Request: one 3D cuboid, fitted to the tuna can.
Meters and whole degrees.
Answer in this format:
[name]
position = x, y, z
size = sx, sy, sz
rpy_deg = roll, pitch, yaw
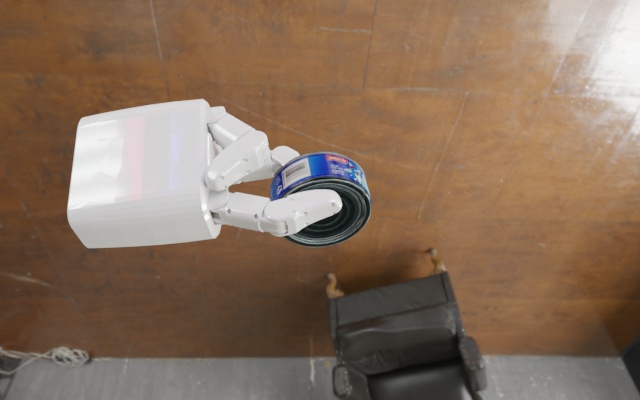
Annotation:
[tuna can]
position = 0.000, 0.002, 0.409
size = 0.086, 0.086, 0.033
rpy_deg = -6, 45, -6
